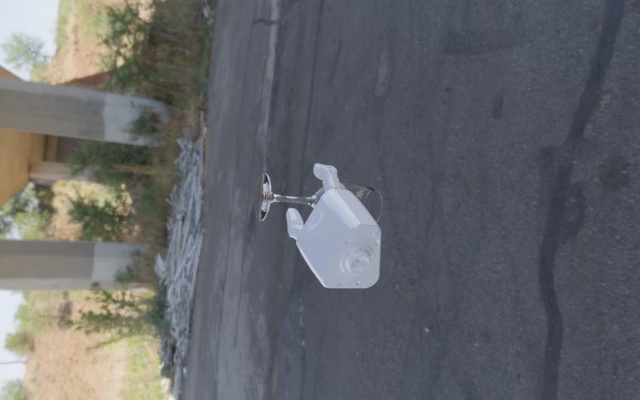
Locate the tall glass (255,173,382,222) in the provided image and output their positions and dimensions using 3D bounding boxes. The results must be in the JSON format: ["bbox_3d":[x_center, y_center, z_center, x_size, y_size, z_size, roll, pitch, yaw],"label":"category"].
[{"bbox_3d":[-0.001,0.002,0.780,0.201,0.079,0.079,5,-2,-24],"label":"tall glass"}]
